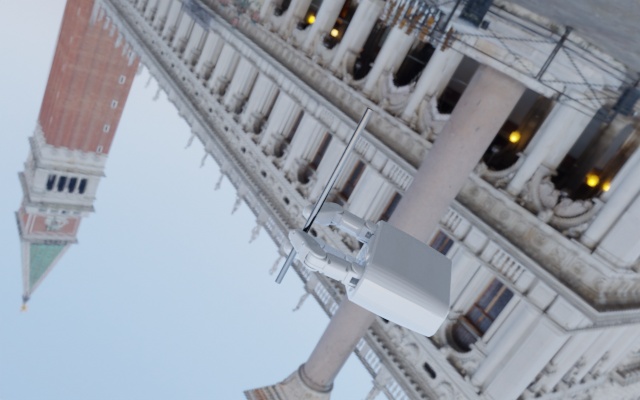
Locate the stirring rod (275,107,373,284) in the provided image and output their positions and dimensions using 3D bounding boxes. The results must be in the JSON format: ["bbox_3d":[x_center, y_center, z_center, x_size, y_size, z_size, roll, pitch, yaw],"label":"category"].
[{"bbox_3d":[0.000,0.002,0.552,0.011,0.240,0.011,24,21,-10],"label":"stirring rod"}]
